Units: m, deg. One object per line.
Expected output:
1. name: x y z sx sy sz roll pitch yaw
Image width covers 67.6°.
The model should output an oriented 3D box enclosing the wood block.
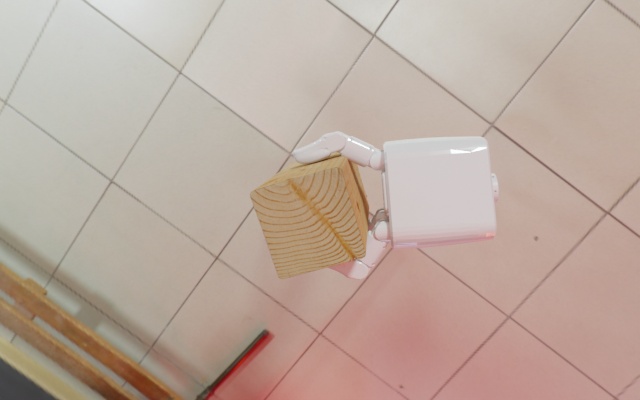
1. wood block: 0.000 0.001 0.539 0.090 0.091 0.206 -16 9 9
